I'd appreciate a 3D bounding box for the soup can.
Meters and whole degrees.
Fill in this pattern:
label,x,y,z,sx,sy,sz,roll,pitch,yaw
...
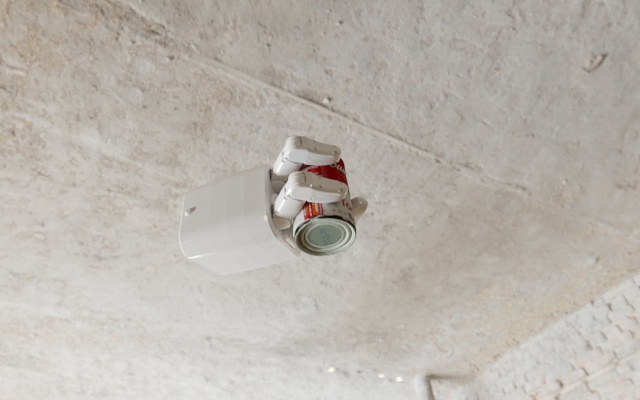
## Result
label,x,y,z,sx,sy,sz,roll,pitch,yaw
soup can,0.001,0.002,0.529,0.068,0.102,0.069,-4,-42,-4
